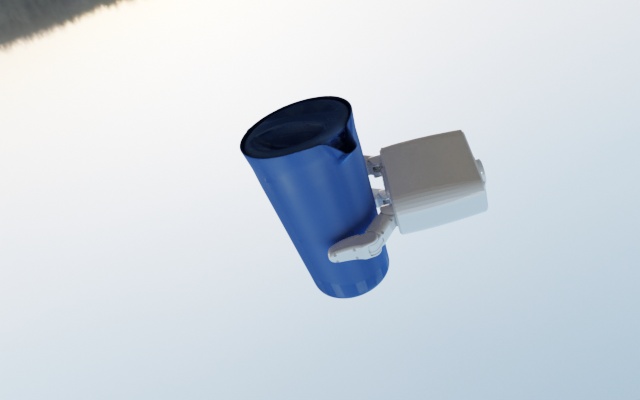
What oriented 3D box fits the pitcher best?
[{"bbox_3d":[0.000,0.002,0.600,0.145,0.243,0.149,-15,33,9],"label":"pitcher"}]
